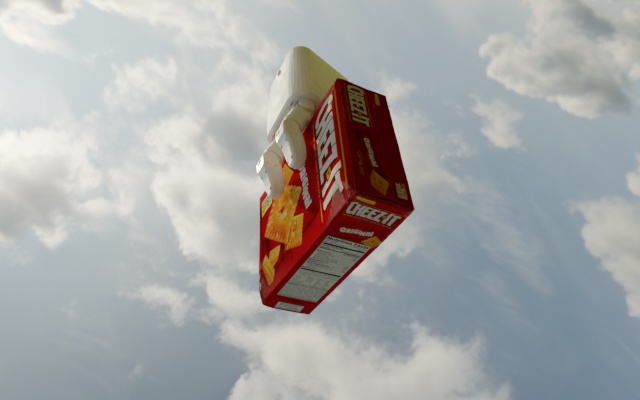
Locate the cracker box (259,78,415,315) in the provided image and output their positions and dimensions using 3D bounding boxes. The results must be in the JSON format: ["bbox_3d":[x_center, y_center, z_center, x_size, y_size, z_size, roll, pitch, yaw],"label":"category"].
[{"bbox_3d":[0.000,0.002,0.526,0.072,0.164,0.214,15,-44,-23],"label":"cracker box"}]
